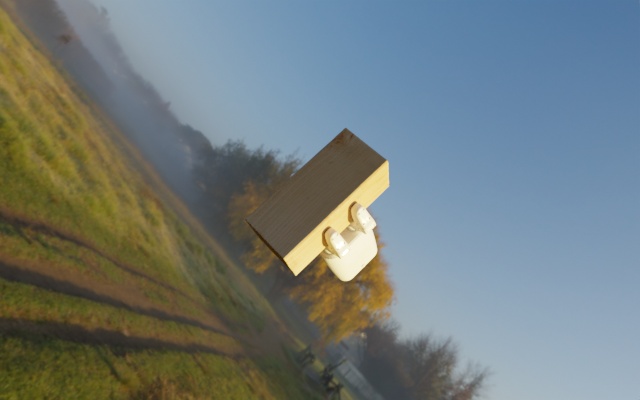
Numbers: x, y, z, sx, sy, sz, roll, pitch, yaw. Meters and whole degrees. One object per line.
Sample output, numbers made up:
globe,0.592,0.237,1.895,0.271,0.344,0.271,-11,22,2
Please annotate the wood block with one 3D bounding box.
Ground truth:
wood block,0.000,0.002,0.727,0.090,0.206,0.090,42,-12,23
